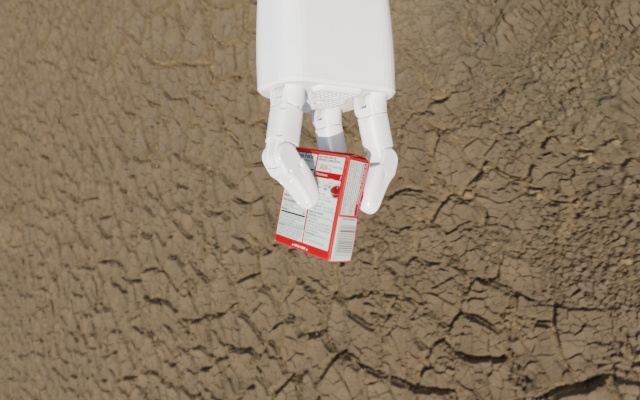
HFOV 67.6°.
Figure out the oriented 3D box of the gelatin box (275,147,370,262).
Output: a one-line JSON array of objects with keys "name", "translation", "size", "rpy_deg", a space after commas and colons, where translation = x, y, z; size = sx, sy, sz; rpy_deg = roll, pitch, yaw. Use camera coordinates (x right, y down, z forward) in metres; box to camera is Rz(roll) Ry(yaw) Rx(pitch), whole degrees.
[{"name": "gelatin box", "translation": [0.000, 0.002, 0.410], "size": [0.030, 0.089, 0.073], "rpy_deg": [8, 4, -44]}]
